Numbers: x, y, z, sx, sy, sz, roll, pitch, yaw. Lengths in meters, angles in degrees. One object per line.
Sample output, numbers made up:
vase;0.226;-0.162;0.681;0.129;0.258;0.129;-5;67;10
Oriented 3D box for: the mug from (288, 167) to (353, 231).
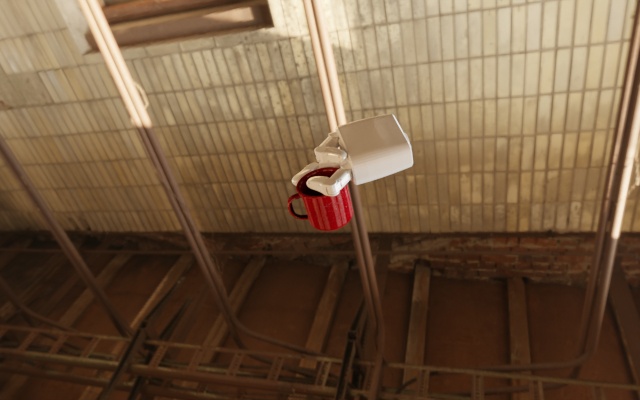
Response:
mug;-0.001;0.003;0.847;0.117;0.082;0.093;-16;34;-1
